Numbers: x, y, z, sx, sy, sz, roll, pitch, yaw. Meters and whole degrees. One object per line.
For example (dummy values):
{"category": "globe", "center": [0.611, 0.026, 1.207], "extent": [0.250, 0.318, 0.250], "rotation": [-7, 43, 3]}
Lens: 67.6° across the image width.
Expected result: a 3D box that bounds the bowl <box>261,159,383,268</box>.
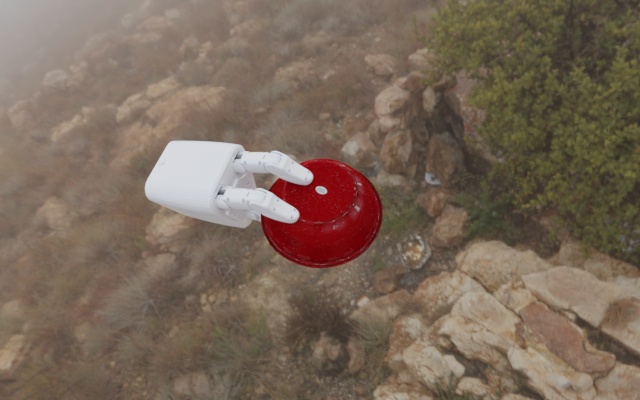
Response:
{"category": "bowl", "center": [0.001, 0.002, 0.610], "extent": [0.162, 0.162, 0.055], "rotation": [0, -31, 3]}
